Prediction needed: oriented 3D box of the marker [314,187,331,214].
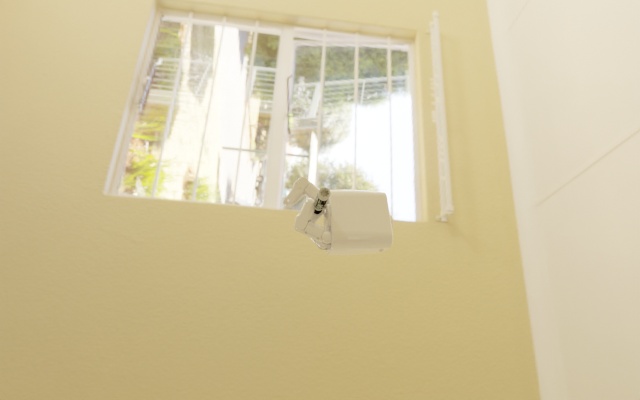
[{"bbox_3d":[0.000,0.003,0.792,0.020,0.020,0.121,0,-14,-6],"label":"marker"}]
